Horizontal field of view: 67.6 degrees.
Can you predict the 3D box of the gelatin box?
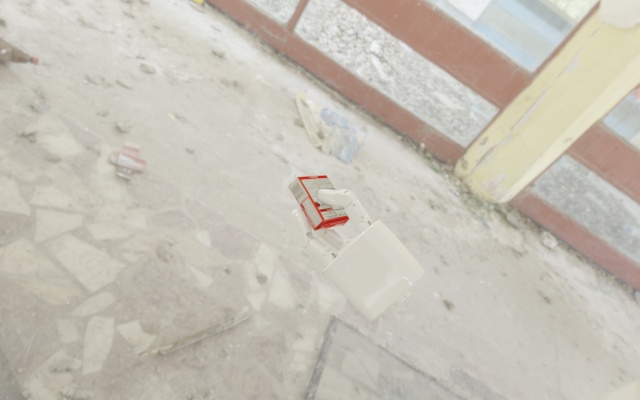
[{"bbox_3d":[0.000,0.002,0.766,0.073,0.089,0.030,-8,-29,-50],"label":"gelatin box"}]
